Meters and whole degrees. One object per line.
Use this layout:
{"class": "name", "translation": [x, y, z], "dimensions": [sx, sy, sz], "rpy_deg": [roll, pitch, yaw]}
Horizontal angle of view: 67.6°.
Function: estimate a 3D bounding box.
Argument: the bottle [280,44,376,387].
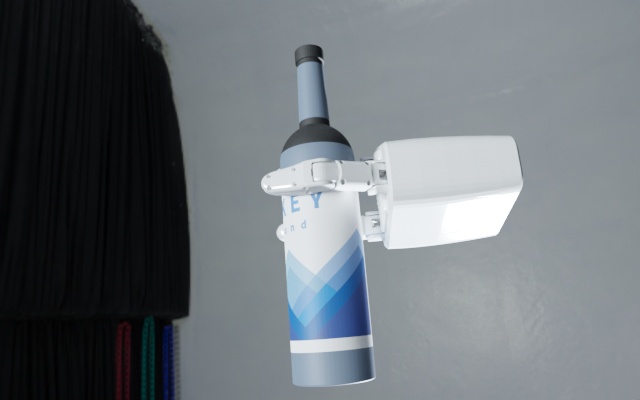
{"class": "bottle", "translation": [0.000, 0.002, 0.416], "dimensions": [0.069, 0.295, 0.069], "rpy_deg": [-4, -14, -1]}
